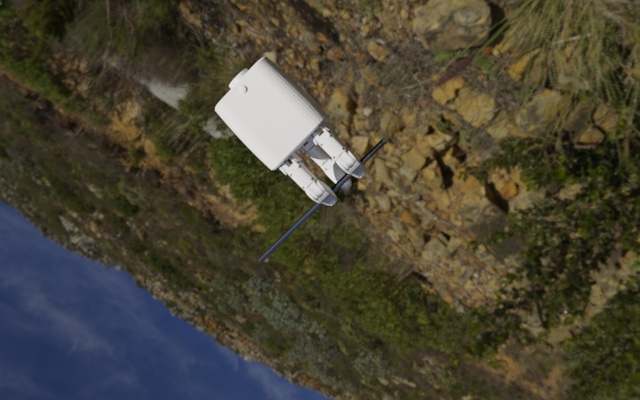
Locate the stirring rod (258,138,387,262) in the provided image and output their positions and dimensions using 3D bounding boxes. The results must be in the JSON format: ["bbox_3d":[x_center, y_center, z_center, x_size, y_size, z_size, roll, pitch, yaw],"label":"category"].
[{"bbox_3d":[0.000,0.002,0.654,0.239,0.011,0.011,-44,-9,9],"label":"stirring rod"}]
